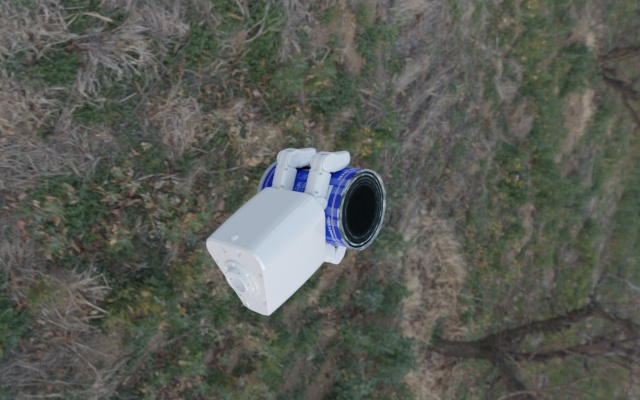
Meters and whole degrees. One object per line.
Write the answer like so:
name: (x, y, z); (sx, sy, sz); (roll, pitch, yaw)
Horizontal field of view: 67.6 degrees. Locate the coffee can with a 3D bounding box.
coffee can: (0.000, 0.002, 0.633); (0.140, 0.103, 0.103); (10, 6, 38)
